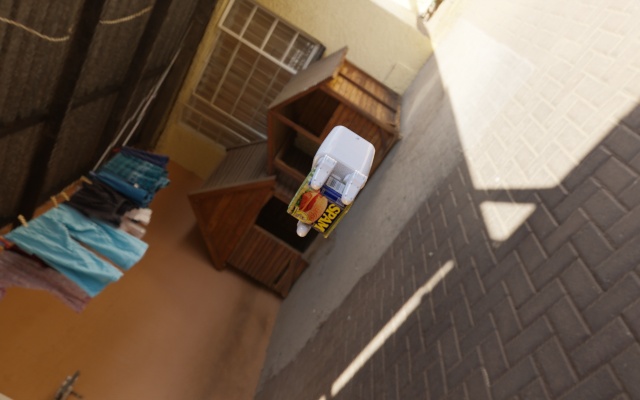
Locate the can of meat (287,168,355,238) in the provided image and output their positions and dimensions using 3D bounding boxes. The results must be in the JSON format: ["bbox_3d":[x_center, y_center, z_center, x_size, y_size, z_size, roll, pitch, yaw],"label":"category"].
[{"bbox_3d":[0.000,0.003,0.811,0.084,0.057,0.102,32,-46,-5],"label":"can of meat"}]
